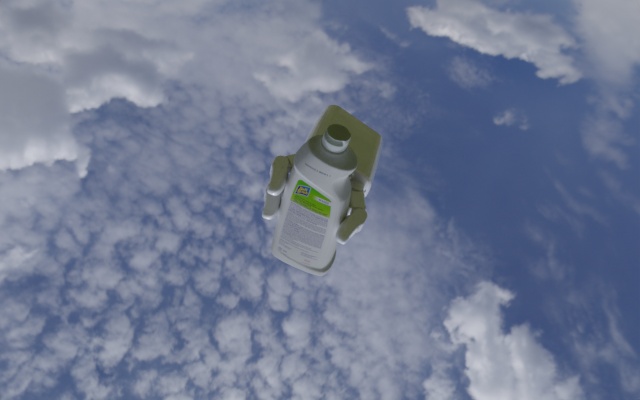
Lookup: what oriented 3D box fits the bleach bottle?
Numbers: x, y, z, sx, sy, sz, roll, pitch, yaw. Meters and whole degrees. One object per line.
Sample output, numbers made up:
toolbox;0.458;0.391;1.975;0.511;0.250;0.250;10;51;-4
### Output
bleach bottle;0.000;0.002;0.644;0.102;0.068;0.251;22;-41;1
